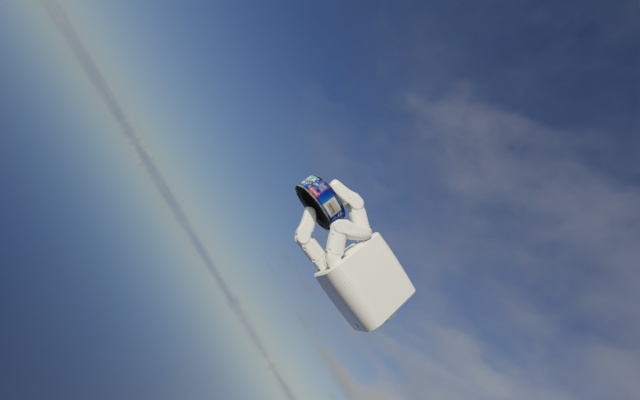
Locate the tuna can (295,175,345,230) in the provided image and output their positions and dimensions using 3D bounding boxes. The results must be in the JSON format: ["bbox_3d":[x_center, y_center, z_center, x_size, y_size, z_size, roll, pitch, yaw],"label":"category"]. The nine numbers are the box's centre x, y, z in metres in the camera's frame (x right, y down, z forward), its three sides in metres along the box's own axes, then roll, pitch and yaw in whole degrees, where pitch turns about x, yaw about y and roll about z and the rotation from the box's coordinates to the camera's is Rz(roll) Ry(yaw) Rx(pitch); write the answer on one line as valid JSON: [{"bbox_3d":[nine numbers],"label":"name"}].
[{"bbox_3d":[0.001,0.002,0.743,0.033,0.086,0.086,-37,11,-15],"label":"tuna can"}]
